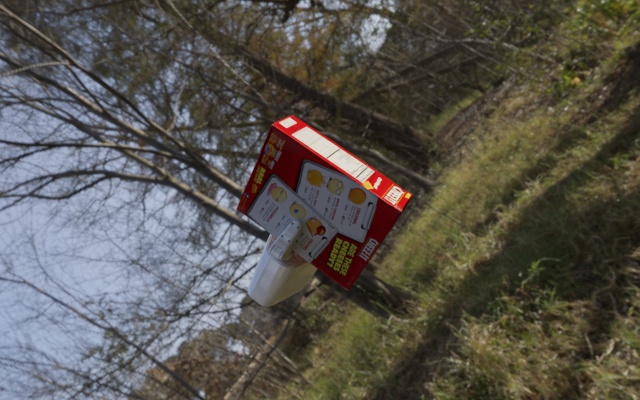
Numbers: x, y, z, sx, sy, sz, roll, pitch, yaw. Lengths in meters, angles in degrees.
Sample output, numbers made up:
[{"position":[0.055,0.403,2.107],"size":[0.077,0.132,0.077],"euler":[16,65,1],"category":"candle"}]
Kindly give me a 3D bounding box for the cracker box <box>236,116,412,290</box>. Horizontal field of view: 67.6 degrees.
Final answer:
[{"position":[0.000,0.002,0.699],"size":[0.213,0.164,0.072],"euler":[34,34,9],"category":"cracker box"}]
